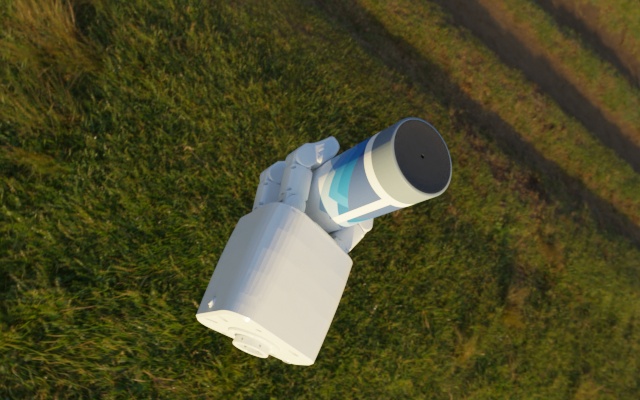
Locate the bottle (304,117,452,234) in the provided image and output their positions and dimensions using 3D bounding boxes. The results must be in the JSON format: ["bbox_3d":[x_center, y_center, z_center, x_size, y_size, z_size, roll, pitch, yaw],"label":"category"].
[{"bbox_3d":[0.000,0.001,0.493,0.069,0.069,0.296,0,-14,-35],"label":"bottle"}]
